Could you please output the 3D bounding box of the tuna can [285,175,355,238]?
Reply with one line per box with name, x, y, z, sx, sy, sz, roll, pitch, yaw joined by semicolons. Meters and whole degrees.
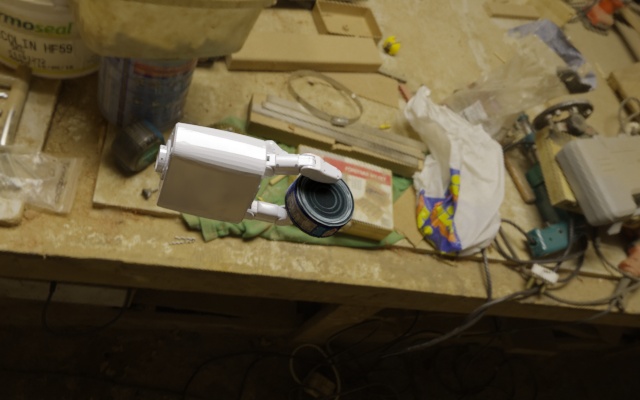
tuna can;0.000;0.002;0.604;0.086;0.086;0.034;0;-27;-32
